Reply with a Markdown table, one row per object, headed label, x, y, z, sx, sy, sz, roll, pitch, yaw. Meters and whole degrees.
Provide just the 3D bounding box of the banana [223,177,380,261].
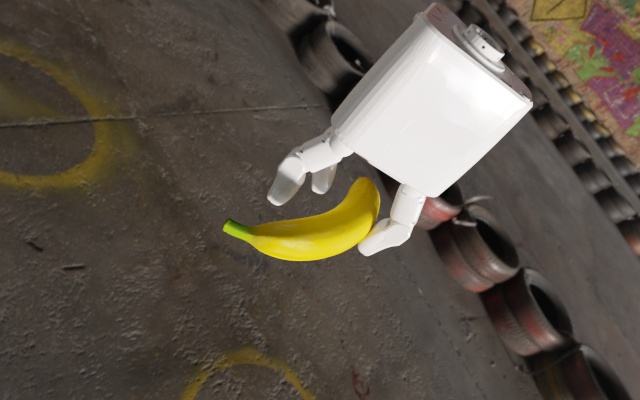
| label | x | y | z | sx | sy | sz | roll | pitch | yaw |
| --- | --- | --- | --- | --- | --- | --- | --- | --- | --- |
| banana | 0.010 | 0.015 | 0.433 | 0.198 | 0.069 | 0.037 | -16 | -31 | -49 |
